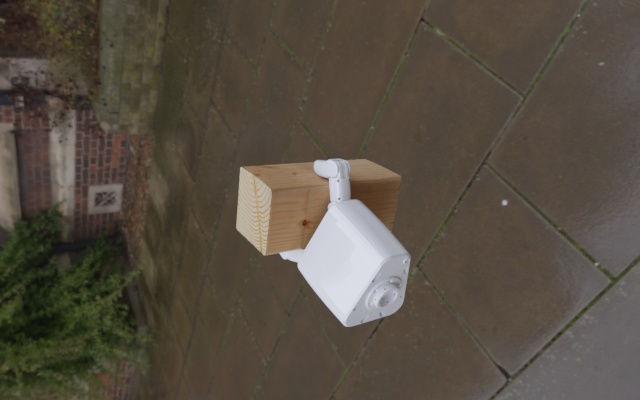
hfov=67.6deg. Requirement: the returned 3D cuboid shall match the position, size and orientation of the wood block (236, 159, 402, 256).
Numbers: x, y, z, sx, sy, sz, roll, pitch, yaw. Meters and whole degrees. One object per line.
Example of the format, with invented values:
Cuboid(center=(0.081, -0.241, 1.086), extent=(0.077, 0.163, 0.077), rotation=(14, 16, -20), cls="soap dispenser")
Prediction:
Cuboid(center=(0.000, 0.002, 0.654), extent=(0.206, 0.091, 0.090), rotation=(-6, 25, -34), cls="wood block")
